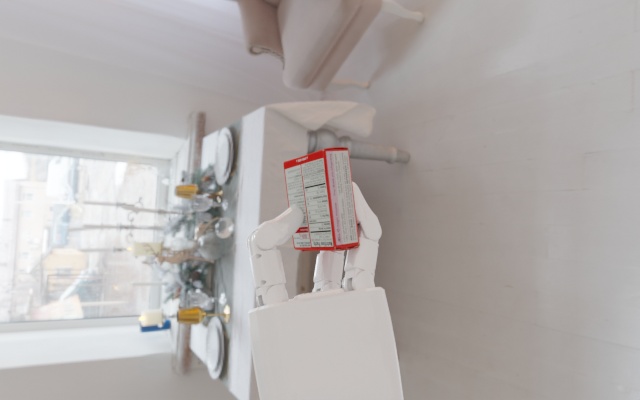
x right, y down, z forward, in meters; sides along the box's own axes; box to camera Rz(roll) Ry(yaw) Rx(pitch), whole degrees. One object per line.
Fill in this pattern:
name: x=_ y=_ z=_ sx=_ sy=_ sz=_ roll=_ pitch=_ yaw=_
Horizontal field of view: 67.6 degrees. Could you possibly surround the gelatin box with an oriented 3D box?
gelatin box: x=0.000 y=0.001 z=0.436 sx=0.030 sy=0.089 sz=0.073 roll=-7 pitch=-2 yaw=-32
